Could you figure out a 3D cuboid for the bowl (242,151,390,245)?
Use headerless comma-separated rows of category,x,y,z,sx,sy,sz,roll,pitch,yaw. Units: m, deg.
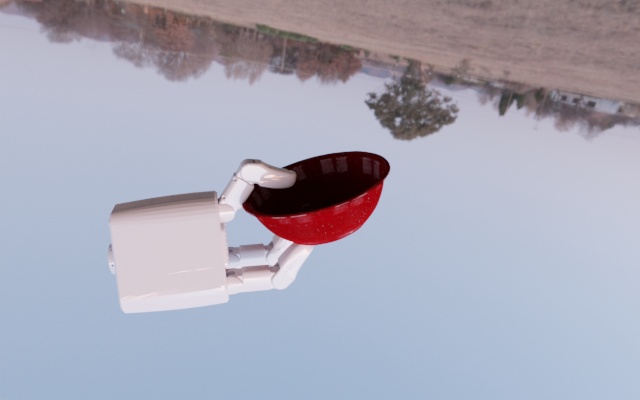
bowl,0.001,0.002,0.515,0.162,0.055,0.162,-14,23,6
